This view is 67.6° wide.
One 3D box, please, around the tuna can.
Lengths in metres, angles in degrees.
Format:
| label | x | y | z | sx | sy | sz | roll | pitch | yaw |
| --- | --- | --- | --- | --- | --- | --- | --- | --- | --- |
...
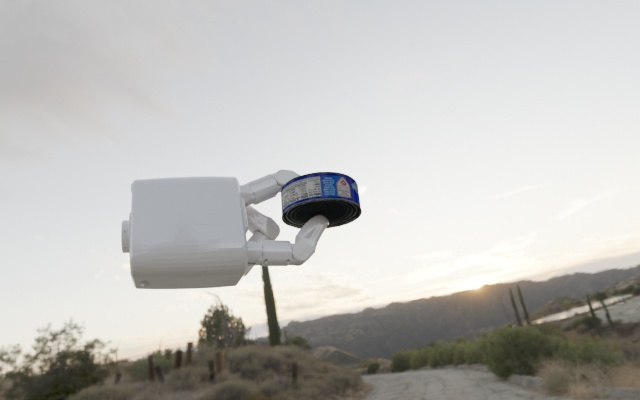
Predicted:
| label | x | y | z | sx | sy | sz | roll | pitch | yaw |
| --- | --- | --- | --- | --- | --- | --- | --- | --- | --- |
| tuna can | 0.000 | 0.001 | 0.514 | 0.086 | 0.033 | 0.086 | -5 | -22 | -2 |
